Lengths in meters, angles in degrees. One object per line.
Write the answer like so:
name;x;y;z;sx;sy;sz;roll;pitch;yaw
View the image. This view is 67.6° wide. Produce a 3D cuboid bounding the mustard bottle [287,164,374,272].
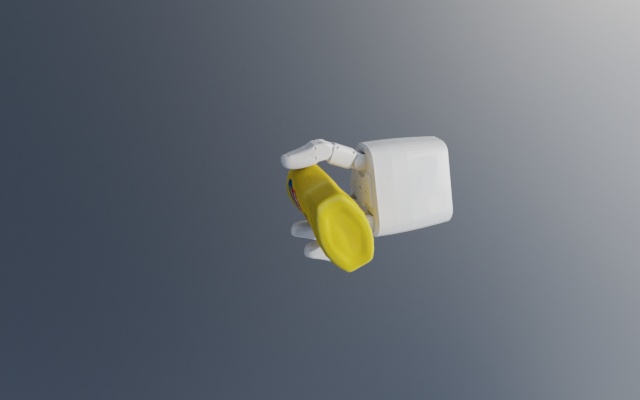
mustard bottle;0.000;0.002;0.580;0.058;0.096;0.191;-31;28;-3
